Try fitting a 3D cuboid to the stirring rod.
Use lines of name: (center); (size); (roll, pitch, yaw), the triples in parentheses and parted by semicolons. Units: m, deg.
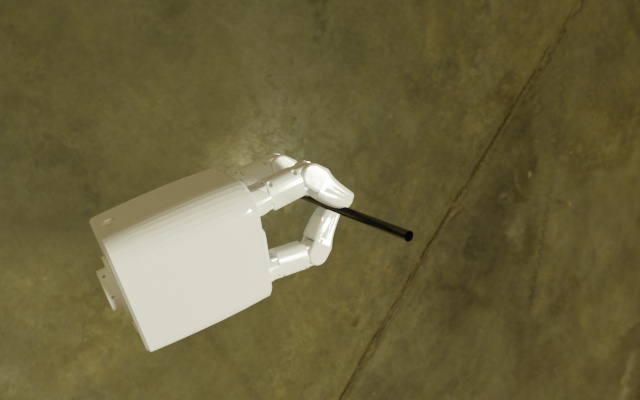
stirring rod: (0.000, 0.001, 0.436); (0.011, 0.011, 0.239); (0, 11, -32)
